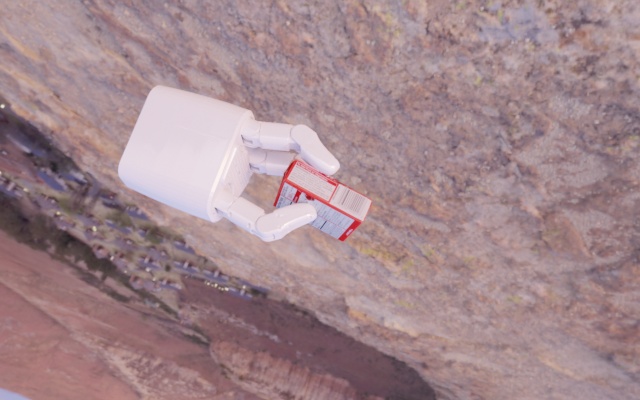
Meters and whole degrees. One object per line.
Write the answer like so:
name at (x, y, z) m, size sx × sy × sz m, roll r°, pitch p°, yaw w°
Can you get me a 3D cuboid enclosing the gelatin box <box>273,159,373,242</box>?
gelatin box at (0.000, 0.002, 0.487) m, size 0.089 × 0.030 × 0.073 m, roll 28°, pitch -24°, yaw -1°
